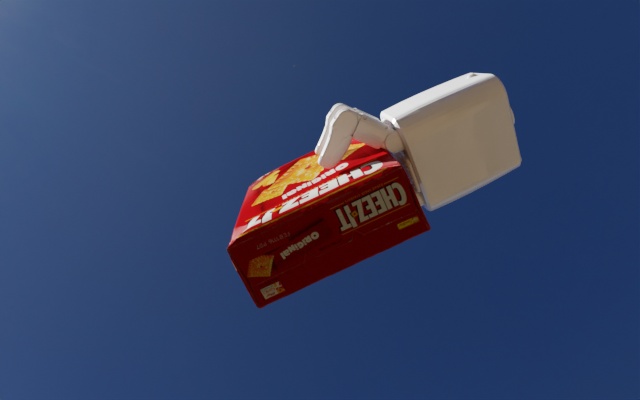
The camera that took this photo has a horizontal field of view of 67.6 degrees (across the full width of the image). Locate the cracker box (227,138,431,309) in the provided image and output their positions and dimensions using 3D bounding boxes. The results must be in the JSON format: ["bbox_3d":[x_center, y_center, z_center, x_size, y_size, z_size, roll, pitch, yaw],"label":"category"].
[{"bbox_3d":[0.000,0.002,0.494,0.164,0.072,0.213,-26,15,4],"label":"cracker box"}]
